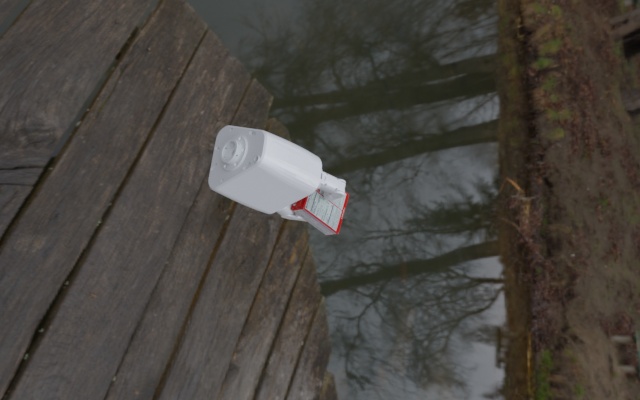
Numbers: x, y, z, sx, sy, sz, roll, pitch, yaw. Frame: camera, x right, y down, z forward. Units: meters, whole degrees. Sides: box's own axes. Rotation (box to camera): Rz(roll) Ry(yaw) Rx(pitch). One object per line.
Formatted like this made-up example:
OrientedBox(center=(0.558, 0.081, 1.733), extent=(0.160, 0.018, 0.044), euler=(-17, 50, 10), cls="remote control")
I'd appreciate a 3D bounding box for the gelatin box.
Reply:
OrientedBox(center=(0.001, 0.003, 0.744), extent=(0.030, 0.073, 0.089), euler=(-10, -36, 43), cls="gelatin box")
